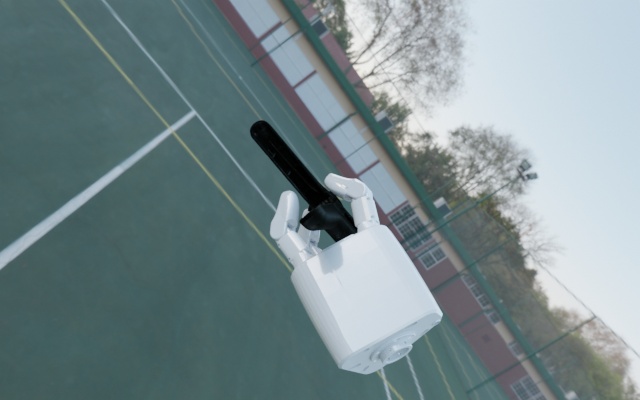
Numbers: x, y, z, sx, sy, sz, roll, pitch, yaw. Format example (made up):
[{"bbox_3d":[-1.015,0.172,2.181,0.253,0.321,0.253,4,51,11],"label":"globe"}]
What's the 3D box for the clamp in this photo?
[{"bbox_3d":[0.001,0.002,0.551,0.036,0.164,0.210,-38,-35,7],"label":"clamp"}]
